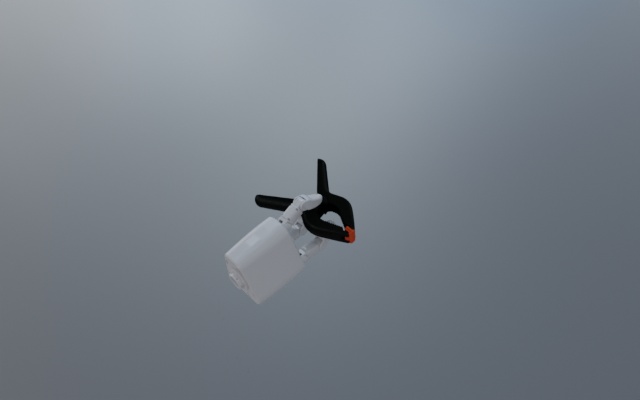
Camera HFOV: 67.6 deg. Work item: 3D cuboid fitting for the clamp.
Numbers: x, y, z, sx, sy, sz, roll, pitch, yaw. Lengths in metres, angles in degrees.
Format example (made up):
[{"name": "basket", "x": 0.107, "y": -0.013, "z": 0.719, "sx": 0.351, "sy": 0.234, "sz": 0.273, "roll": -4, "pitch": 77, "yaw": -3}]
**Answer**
[{"name": "clamp", "x": 0.000, "y": 0.003, "z": 0.893, "sx": 0.164, "sy": 0.036, "sz": 0.210, "roll": -39, "pitch": 53, "yaw": -24}]
